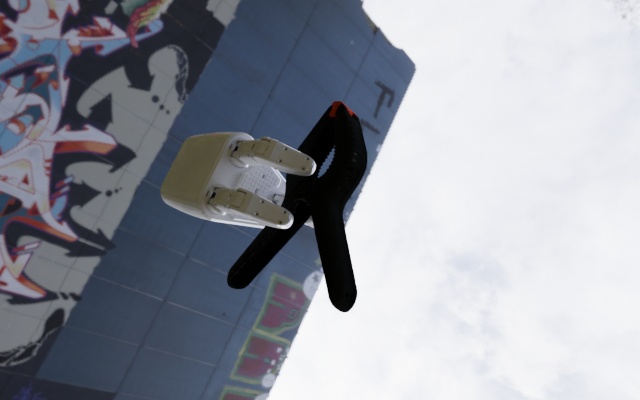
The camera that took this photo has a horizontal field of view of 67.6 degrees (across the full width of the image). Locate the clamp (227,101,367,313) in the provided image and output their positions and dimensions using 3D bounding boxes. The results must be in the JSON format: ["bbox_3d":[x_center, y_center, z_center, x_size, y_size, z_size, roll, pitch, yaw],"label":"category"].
[{"bbox_3d":[0.001,0.001,0.449,0.164,0.210,0.036,9,-19,48],"label":"clamp"}]
